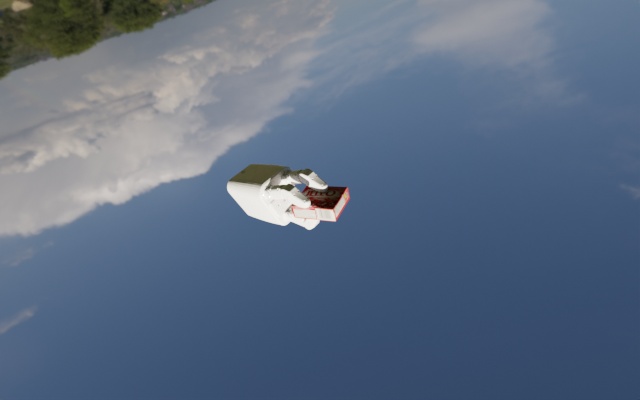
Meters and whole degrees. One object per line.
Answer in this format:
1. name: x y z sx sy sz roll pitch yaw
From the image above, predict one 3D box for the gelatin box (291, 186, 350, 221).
1. gelatin box: 0.001 0.003 0.890 0.089 0.030 0.073 4 37 26
